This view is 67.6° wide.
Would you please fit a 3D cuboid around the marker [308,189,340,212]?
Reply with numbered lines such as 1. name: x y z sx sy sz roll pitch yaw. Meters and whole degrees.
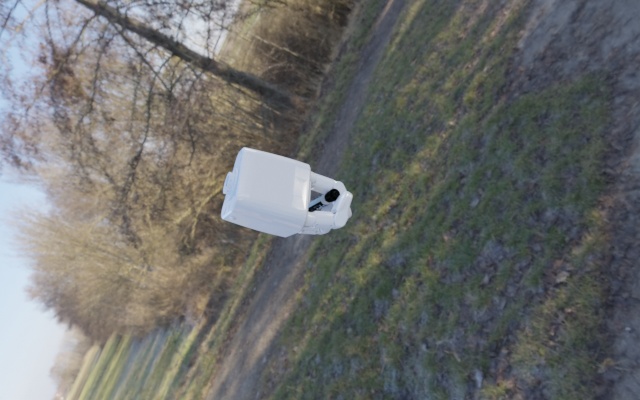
1. marker: 0.000 0.003 0.769 0.020 0.020 0.121 0 -12 -24
